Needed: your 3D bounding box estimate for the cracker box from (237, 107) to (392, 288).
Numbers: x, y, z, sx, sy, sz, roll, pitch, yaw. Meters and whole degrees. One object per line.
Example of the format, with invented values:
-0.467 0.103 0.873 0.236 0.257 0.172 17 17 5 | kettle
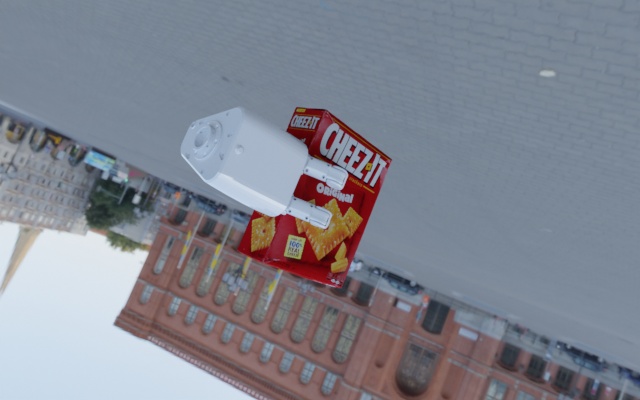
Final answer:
0.000 0.002 0.674 0.072 0.213 0.164 16 -9 46 | cracker box
